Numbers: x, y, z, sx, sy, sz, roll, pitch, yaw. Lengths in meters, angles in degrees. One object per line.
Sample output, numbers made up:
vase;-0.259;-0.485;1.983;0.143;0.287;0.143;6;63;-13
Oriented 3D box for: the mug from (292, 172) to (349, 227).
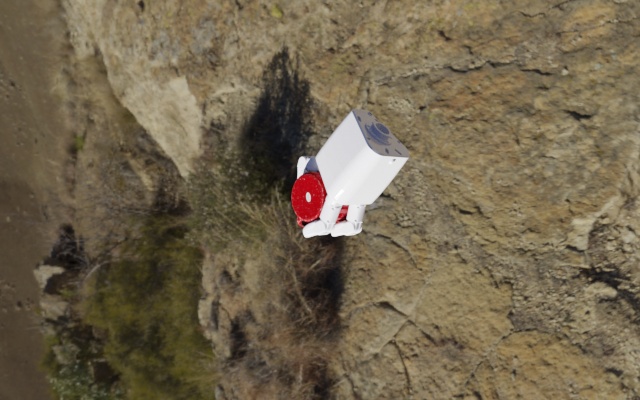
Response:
mug;-0.001;0.004;0.804;0.081;0.093;0.117;0;-42;-44
